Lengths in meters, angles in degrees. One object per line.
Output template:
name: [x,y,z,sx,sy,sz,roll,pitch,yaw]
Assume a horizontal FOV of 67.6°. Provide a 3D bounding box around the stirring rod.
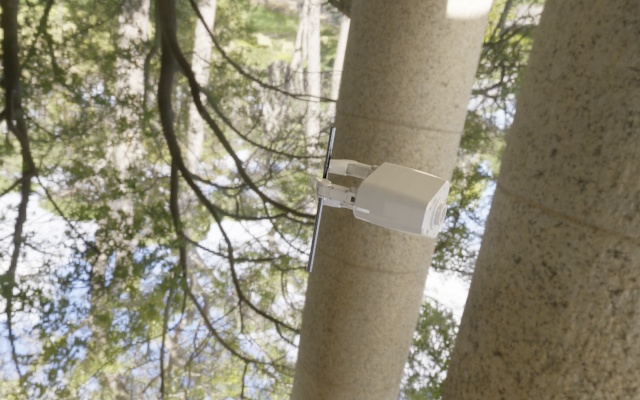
stirring rod: [0.000,0.002,0.763,0.011,0.239,0.011,9,15,-2]
